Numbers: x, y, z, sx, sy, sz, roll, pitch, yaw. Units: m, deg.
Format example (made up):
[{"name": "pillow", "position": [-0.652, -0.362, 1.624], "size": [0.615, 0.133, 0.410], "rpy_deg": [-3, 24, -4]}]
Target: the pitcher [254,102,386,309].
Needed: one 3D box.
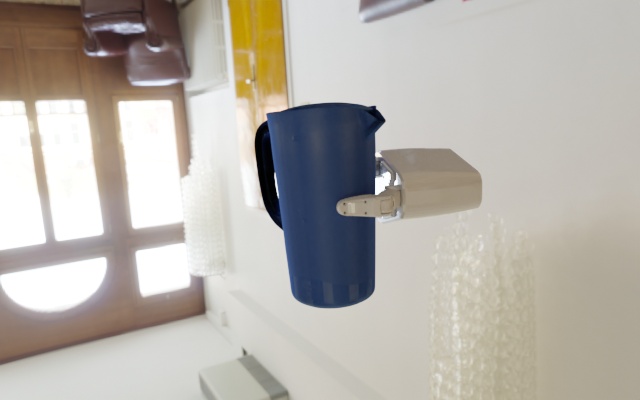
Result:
[{"name": "pitcher", "position": [0.000, 0.002, 0.599], "size": [0.145, 0.243, 0.149], "rpy_deg": [-5, 10, -11]}]
